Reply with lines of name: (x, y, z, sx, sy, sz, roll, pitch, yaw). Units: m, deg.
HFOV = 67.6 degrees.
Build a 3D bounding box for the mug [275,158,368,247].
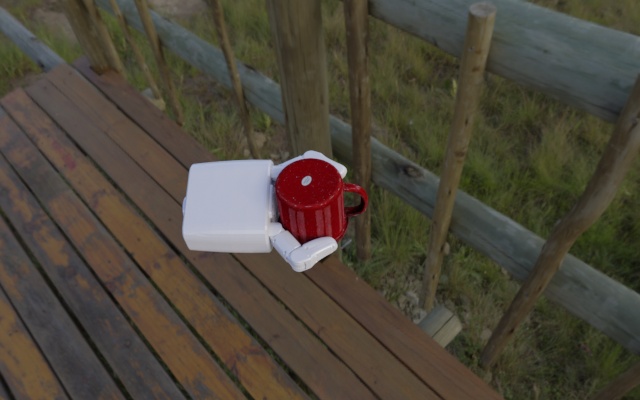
mug: (0.002, 0.002, 0.591, 0.117, 0.093, 0.082, -2, -38, 3)
